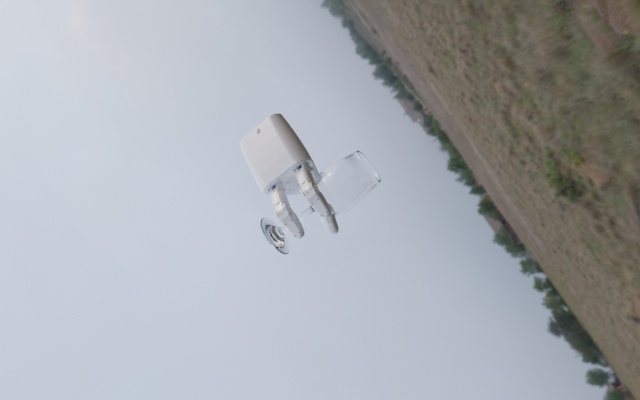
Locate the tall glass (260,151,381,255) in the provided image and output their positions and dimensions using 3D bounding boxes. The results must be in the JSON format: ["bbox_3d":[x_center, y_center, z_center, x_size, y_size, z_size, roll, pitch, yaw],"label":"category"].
[{"bbox_3d":[0.000,0.003,0.780,0.201,0.079,0.079,-36,-11,15],"label":"tall glass"}]
